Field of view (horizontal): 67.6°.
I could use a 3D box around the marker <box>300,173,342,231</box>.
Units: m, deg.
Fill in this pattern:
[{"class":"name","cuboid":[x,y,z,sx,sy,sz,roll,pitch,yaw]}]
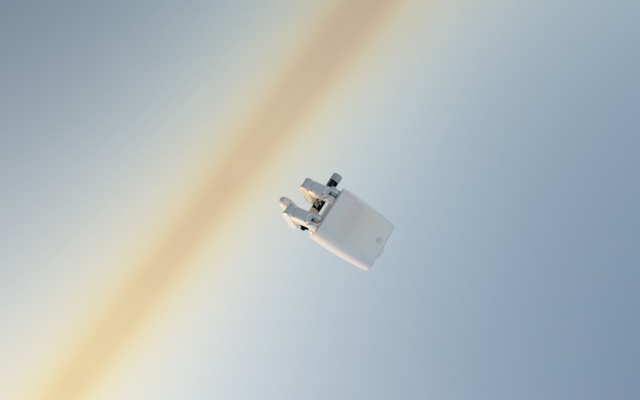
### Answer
[{"class":"marker","cuboid":[0.000,0.003,0.829,0.020,0.121,0.020,28,-23,13]}]
